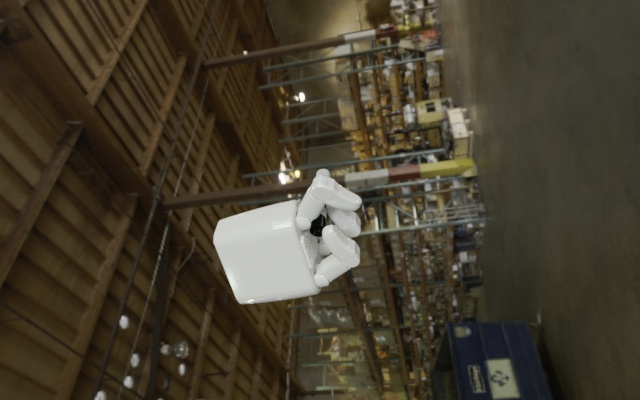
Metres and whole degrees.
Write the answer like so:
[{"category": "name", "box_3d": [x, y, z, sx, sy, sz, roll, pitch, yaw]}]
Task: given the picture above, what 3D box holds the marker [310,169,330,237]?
[{"category": "marker", "box_3d": [0.000, 0.002, 0.588, 0.020, 0.020, 0.121, 0, 37, 4]}]
